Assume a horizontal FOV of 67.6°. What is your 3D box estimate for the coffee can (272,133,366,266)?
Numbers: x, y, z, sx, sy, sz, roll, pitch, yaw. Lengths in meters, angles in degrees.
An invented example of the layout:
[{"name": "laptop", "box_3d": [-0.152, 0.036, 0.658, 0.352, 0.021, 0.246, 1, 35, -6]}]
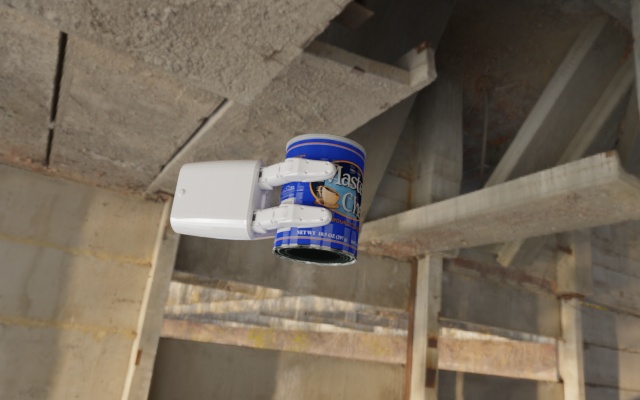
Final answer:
[{"name": "coffee can", "box_3d": [0.000, 0.002, 0.593, 0.103, 0.140, 0.103, 6, -18, 2]}]
